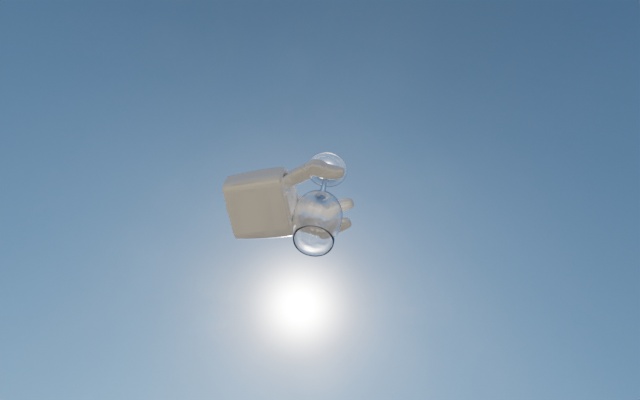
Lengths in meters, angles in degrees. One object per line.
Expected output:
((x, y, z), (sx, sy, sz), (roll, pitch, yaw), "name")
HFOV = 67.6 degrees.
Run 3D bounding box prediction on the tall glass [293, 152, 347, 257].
((0.000, 0.002, 0.785), (0.079, 0.079, 0.201), (0, 36, 7), "tall glass")
